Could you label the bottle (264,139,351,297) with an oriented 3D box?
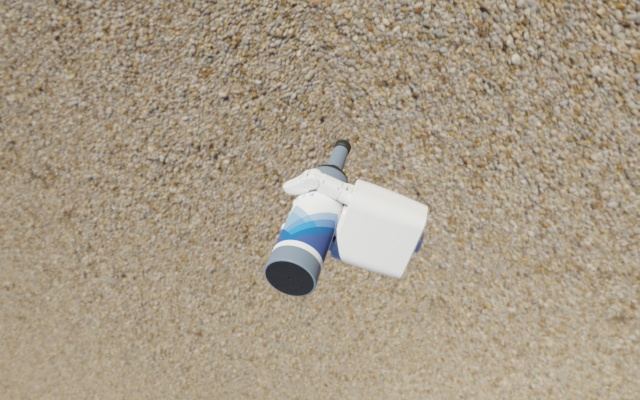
[{"bbox_3d":[0.000,0.002,0.685,0.069,0.069,0.295,0,39,19],"label":"bottle"}]
